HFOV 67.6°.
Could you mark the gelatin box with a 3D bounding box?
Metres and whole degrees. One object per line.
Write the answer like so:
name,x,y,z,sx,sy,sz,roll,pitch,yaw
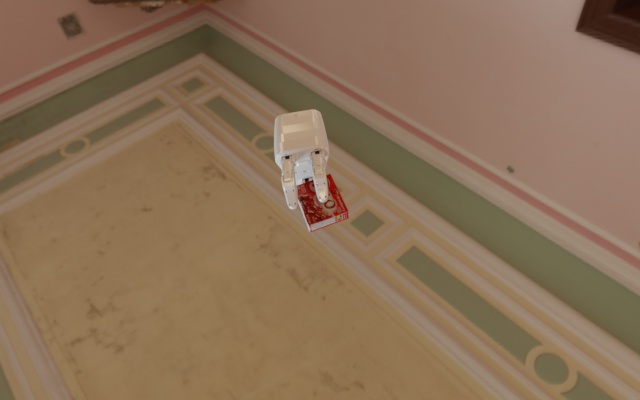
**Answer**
gelatin box,0.000,0.003,0.838,0.073,0.089,0.030,-19,-32,-6
